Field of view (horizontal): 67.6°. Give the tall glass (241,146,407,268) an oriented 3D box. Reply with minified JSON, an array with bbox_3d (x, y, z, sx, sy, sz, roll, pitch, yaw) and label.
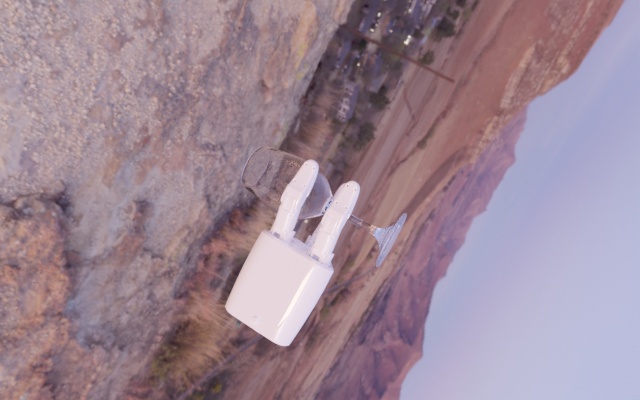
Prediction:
[{"bbox_3d":[0.001,0.002,0.592,0.201,0.079,0.079,29,8,15],"label":"tall glass"}]
